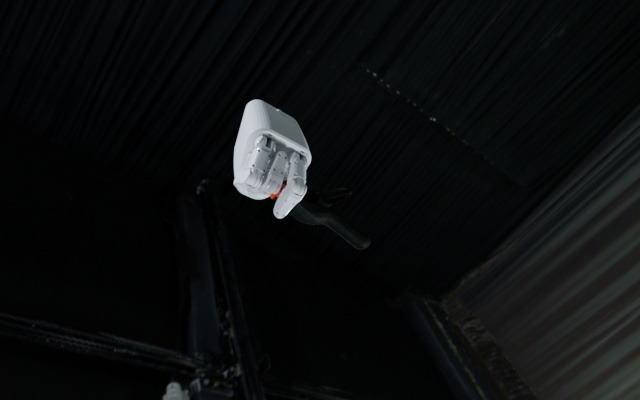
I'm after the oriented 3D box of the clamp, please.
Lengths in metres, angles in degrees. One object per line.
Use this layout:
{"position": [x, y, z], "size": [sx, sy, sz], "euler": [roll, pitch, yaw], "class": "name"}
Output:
{"position": [0.000, 0.003, 0.728], "size": [0.171, 0.039, 0.120], "euler": [29, 27, -31], "class": "clamp"}
